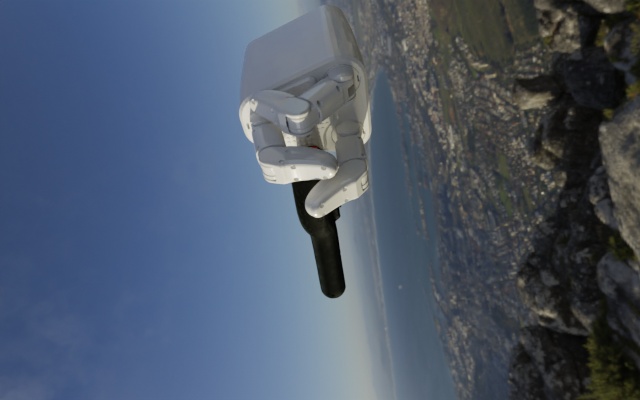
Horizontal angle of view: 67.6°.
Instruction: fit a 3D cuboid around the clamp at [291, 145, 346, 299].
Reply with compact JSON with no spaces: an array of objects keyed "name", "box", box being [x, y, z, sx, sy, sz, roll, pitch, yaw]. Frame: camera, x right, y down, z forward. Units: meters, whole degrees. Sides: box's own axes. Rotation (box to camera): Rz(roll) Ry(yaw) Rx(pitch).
[{"name":"clamp","box":[-0.001,0.002,0.456,0.039,0.120,0.172,-9,-44,2]}]
